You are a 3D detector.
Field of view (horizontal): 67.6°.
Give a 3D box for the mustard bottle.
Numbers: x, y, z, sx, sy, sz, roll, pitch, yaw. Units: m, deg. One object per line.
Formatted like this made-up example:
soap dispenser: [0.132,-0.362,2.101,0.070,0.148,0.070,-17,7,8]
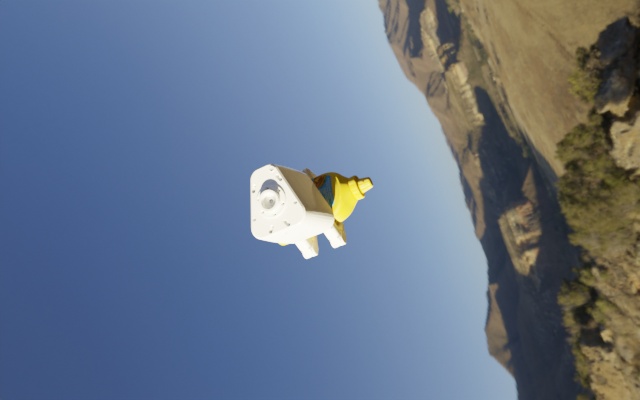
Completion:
mustard bottle: [0.000,0.003,0.824,0.191,0.096,0.058,-23,-39,20]
